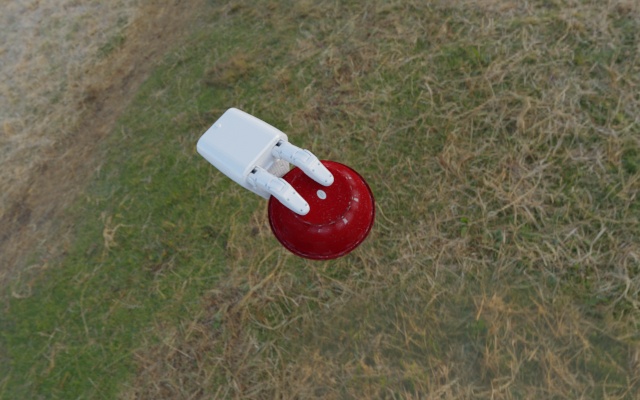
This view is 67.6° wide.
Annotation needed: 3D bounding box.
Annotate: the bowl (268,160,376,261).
[{"bbox_3d":[0.001,0.003,0.690,0.162,0.162,0.055,0,-22,3],"label":"bowl"}]
